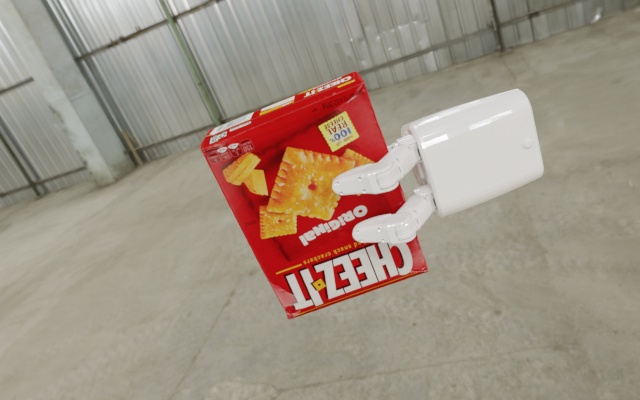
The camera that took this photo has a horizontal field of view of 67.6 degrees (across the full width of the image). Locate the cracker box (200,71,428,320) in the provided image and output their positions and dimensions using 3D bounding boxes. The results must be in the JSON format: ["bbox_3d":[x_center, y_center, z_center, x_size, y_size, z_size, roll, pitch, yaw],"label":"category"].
[{"bbox_3d":[0.000,0.001,0.491,0.164,0.214,0.072,-20,23,6],"label":"cracker box"}]
